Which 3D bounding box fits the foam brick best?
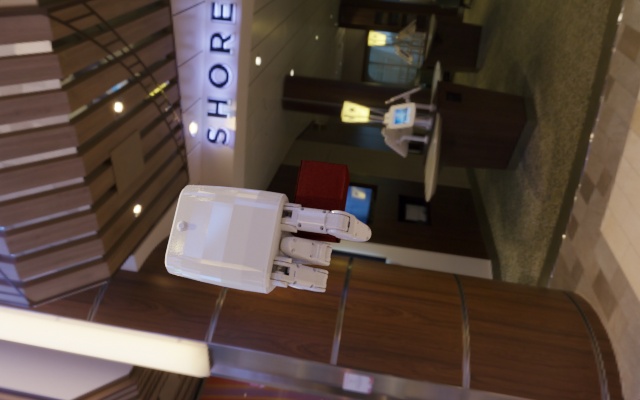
[{"bbox_3d":[0.000,0.001,0.512,0.051,0.078,0.053,8,-13,8],"label":"foam brick"}]
